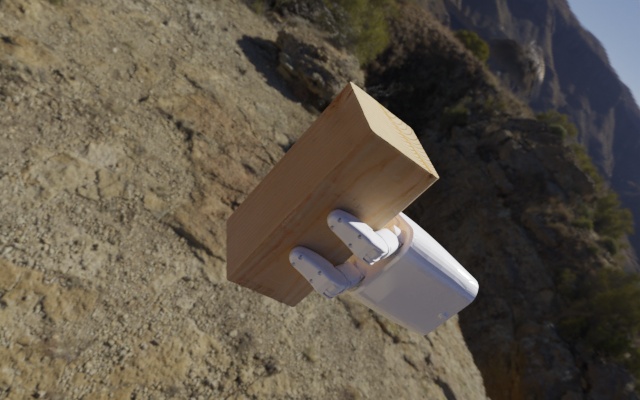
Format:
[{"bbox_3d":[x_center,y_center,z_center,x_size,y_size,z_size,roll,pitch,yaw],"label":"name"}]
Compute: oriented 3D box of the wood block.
[{"bbox_3d":[0.000,0.001,0.474,0.090,0.206,0.090,30,28,-30],"label":"wood block"}]
